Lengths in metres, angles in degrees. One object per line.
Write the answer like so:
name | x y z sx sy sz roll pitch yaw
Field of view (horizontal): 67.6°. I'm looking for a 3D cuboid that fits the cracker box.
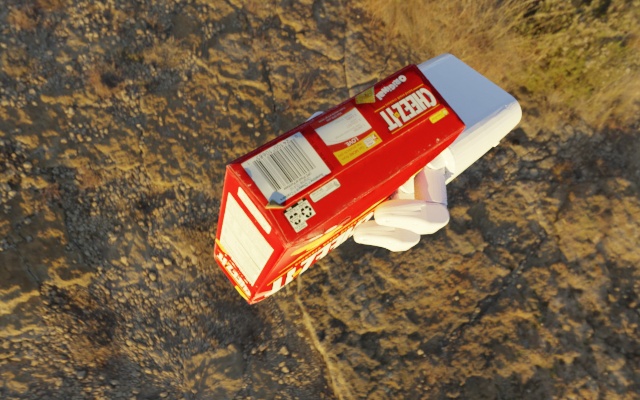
cracker box | 0.000 0.001 0.405 0.164 0.072 0.214 -33 -10 -24
